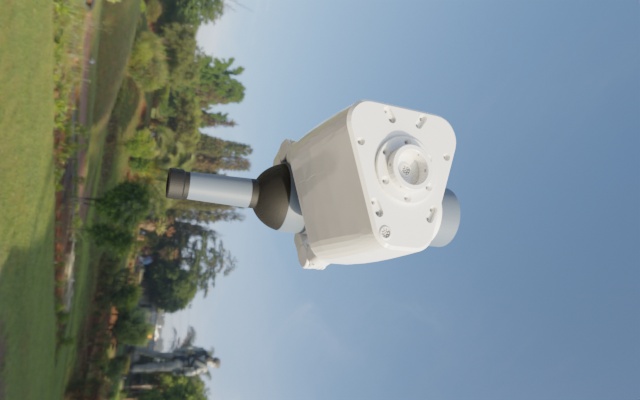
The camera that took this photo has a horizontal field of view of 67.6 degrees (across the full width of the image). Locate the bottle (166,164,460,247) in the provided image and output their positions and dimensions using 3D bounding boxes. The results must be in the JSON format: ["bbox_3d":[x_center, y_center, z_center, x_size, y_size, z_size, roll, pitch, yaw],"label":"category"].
[{"bbox_3d":[0.000,0.002,0.477,0.296,0.069,0.069,7,-3,-23],"label":"bottle"}]
